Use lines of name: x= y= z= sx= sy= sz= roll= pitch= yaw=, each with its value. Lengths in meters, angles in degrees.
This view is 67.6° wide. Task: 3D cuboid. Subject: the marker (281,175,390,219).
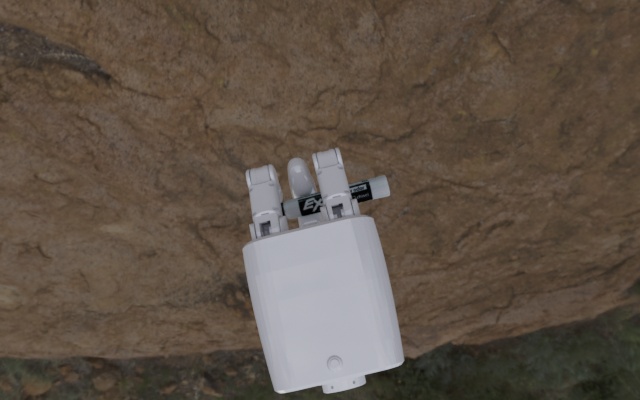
marker: x=0.000 y=0.001 z=0.420 sx=0.121 sy=0.020 sz=0.020 roll=-14 pitch=-1 yaw=2
